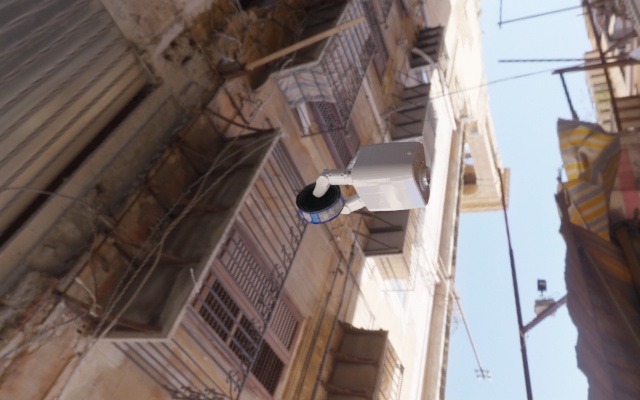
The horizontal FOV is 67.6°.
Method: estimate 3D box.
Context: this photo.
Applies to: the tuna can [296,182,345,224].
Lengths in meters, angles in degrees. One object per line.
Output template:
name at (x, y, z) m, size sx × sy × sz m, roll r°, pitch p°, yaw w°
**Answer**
tuna can at (0.000, 0.003, 0.875) m, size 0.086 × 0.034 × 0.086 m, roll -13°, pitch 39°, yaw 11°
